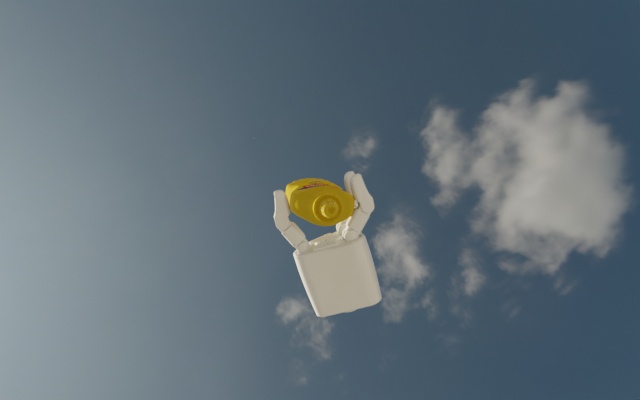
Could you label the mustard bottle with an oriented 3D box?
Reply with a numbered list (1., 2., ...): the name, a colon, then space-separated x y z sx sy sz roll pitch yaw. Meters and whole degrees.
1. mustard bottle: 0.000 0.002 0.726 0.096 0.058 0.191 5 7 -9
